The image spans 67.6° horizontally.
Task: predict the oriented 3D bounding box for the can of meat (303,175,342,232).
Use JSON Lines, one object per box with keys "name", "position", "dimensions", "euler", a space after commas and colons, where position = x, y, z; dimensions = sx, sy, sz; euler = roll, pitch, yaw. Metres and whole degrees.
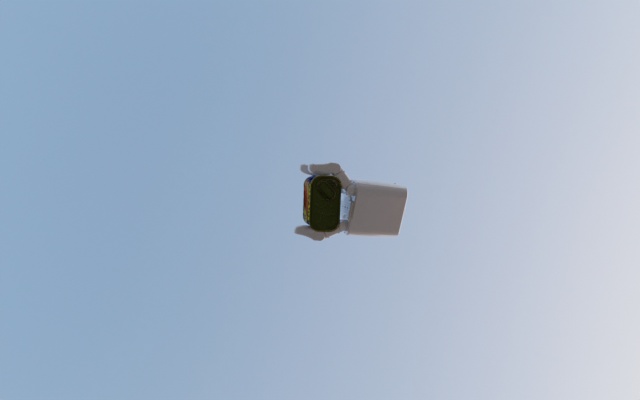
{"name": "can of meat", "position": [0.000, 0.003, 0.891], "dimensions": [0.057, 0.102, 0.084], "euler": [1, 4, -13]}
